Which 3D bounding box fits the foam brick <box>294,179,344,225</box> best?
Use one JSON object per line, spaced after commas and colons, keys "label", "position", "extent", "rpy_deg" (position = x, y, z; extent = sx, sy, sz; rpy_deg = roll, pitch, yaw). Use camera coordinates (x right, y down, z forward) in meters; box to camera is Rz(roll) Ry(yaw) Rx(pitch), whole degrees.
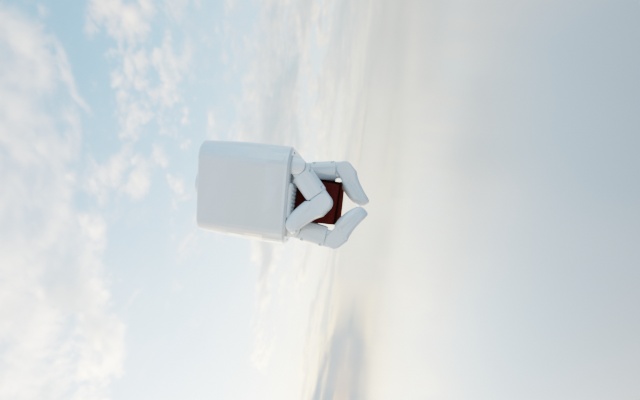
{"label": "foam brick", "position": [0.000, 0.002, 0.587], "extent": [0.051, 0.053, 0.078], "rpy_deg": [7, -3, 6]}
